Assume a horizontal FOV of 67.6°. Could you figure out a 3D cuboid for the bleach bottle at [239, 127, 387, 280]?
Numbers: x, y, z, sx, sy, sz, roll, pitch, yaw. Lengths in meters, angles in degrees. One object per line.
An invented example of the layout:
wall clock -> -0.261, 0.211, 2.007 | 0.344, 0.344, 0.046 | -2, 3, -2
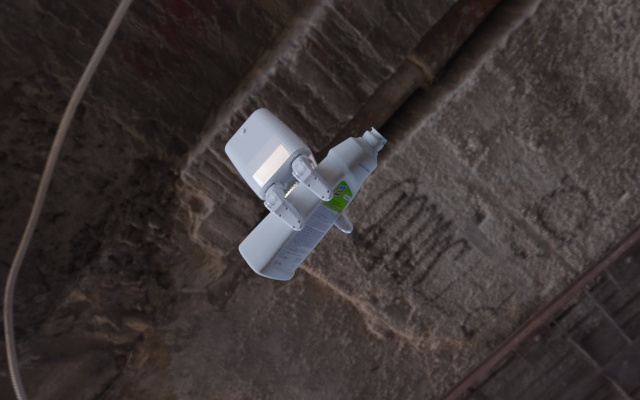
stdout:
bleach bottle -> 0.000, 0.002, 0.676 | 0.068, 0.251, 0.102 | 48, 10, 28
